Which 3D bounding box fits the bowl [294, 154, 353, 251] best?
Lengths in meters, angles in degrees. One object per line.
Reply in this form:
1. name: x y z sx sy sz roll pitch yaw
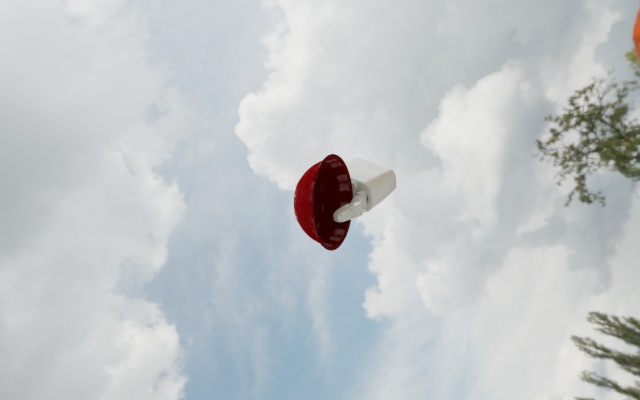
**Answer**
1. bowl: -0.001 0.003 0.805 0.055 0.162 0.162 1 1 26
